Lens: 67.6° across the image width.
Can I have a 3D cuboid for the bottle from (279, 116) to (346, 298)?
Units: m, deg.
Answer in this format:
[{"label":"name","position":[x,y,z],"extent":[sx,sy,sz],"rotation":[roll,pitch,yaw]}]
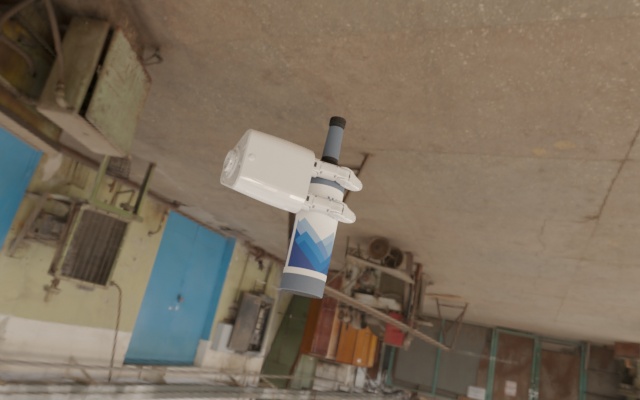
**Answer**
[{"label":"bottle","position":[0.000,0.003,0.761],"extent":[0.069,0.295,0.069],"rotation":[11,-16,3]}]
